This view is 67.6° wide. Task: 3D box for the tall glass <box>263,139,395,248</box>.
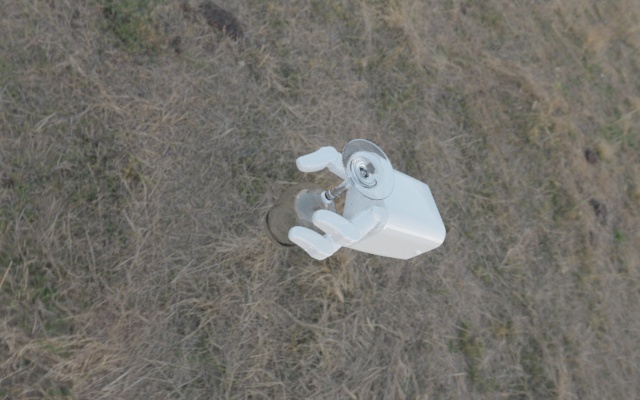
[{"bbox_3d":[0.000,0.002,0.602,0.079,0.079,0.201,0,-22,-36],"label":"tall glass"}]
